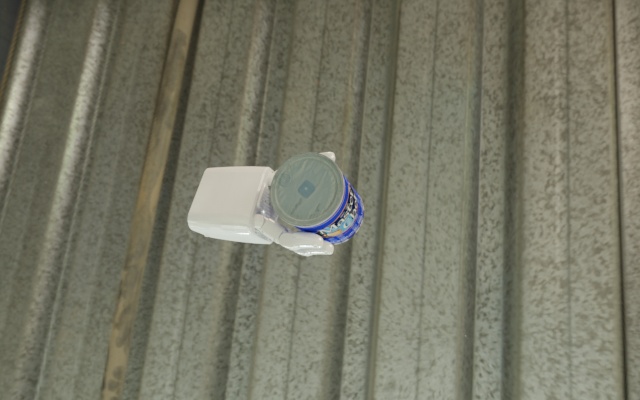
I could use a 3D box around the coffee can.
[{"bbox_3d":[0.000,0.002,0.692,0.103,0.102,0.140,0,-15,17],"label":"coffee can"}]
